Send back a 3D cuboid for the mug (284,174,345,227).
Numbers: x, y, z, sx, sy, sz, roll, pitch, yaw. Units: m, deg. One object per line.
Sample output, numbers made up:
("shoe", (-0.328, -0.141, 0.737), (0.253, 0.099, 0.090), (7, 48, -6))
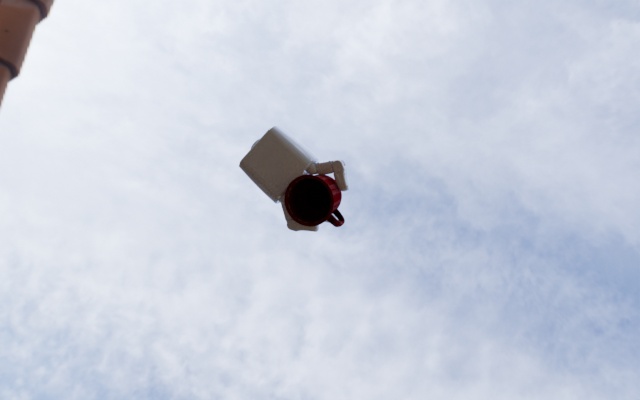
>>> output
("mug", (0.001, 0.004, 0.877), (0.117, 0.093, 0.081), (42, 18, 8))
